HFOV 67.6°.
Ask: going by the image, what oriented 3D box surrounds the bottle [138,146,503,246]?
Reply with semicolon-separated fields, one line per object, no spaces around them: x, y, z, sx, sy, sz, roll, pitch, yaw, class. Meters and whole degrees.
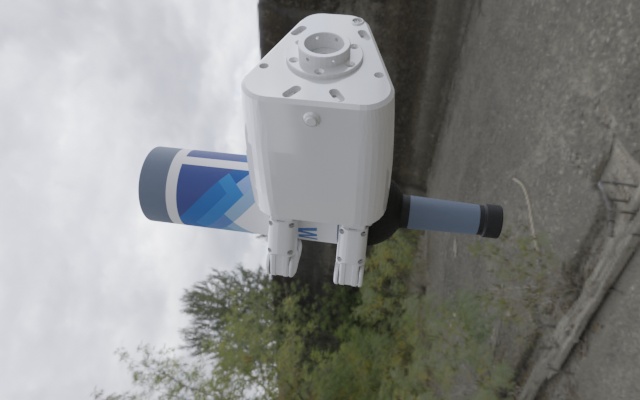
0.000;0.001;0.406;0.296;0.069;0.069;6;1;7;bottle
